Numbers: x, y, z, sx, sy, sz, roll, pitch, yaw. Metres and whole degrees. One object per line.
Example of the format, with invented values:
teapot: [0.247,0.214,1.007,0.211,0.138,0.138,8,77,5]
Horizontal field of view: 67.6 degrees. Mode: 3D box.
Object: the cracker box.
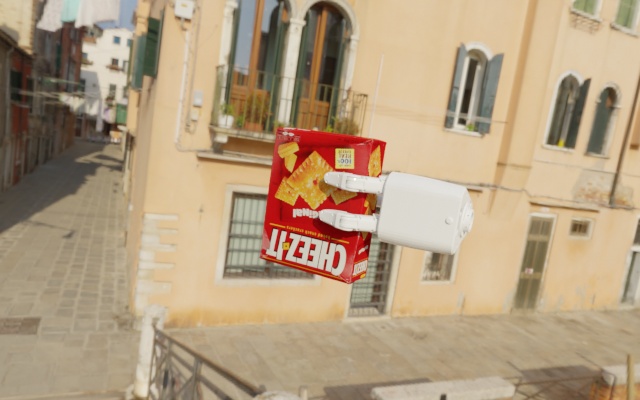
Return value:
cracker box: [0.000,0.002,0.735,0.164,0.214,0.072,12,7,26]
